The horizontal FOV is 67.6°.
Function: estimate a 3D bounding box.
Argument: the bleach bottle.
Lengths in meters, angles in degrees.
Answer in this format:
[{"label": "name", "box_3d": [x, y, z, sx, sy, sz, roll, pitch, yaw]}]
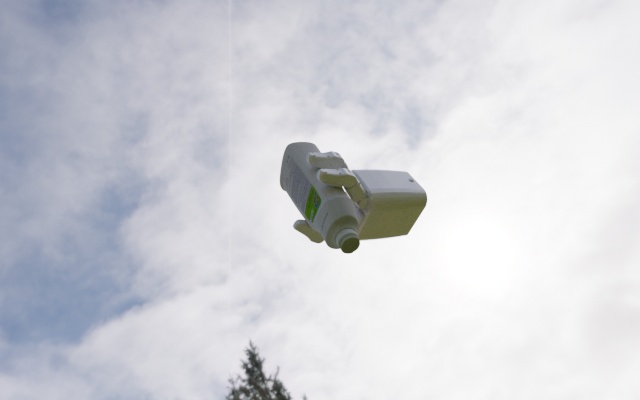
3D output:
[{"label": "bleach bottle", "box_3d": [0.000, 0.002, 0.753, 0.068, 0.103, 0.250, -3, 33, -20]}]
